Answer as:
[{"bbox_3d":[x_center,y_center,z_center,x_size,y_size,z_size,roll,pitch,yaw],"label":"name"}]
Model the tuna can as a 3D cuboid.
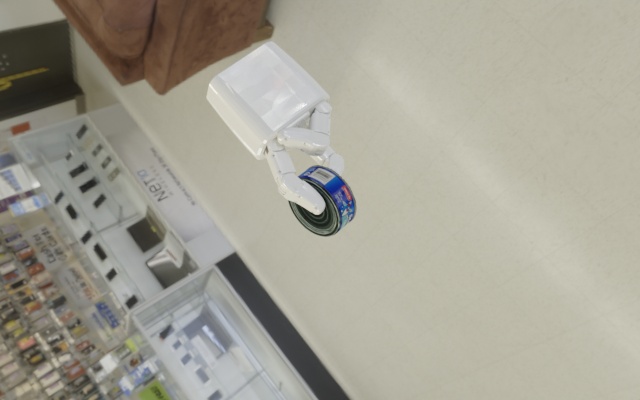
[{"bbox_3d":[0.000,0.002,0.589,0.086,0.086,0.033,0,30,46],"label":"tuna can"}]
